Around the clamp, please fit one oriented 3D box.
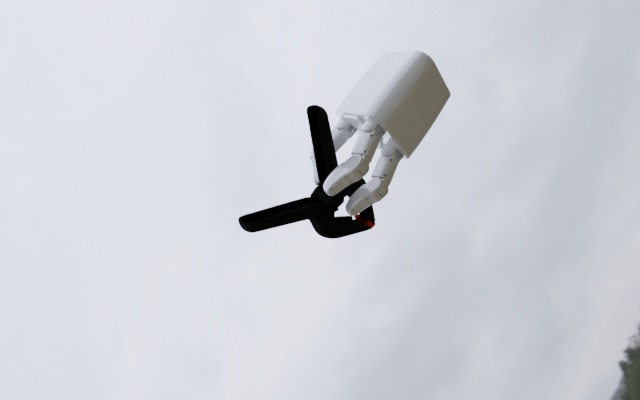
[{"bbox_3d":[0.000,0.002,0.606,0.036,0.164,0.210,34,-6,43],"label":"clamp"}]
